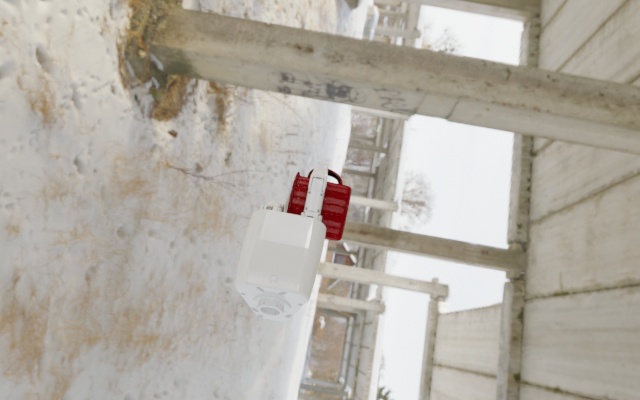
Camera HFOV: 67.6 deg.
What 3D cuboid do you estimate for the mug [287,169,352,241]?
[{"bbox_3d":[0.001,0.001,0.696,0.081,0.117,0.093,11,-35,2],"label":"mug"}]
